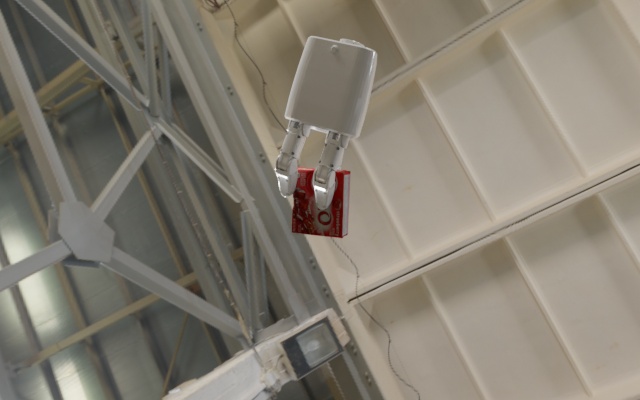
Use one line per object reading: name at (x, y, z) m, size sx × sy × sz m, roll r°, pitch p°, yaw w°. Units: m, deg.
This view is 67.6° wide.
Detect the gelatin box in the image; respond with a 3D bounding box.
gelatin box at (0.000, 0.002, 0.638) m, size 0.073 × 0.089 × 0.030 m, roll 5°, pitch 9°, yaw 21°
